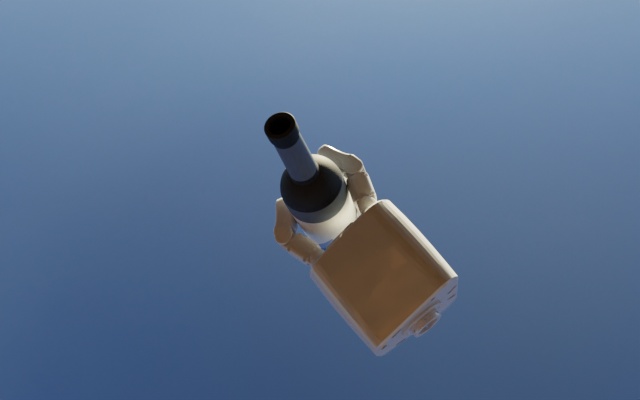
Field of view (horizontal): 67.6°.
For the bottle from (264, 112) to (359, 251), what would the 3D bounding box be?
[{"bbox_3d":[0.000,0.002,0.521,0.069,0.069,0.296,0,-26,15],"label":"bottle"}]
